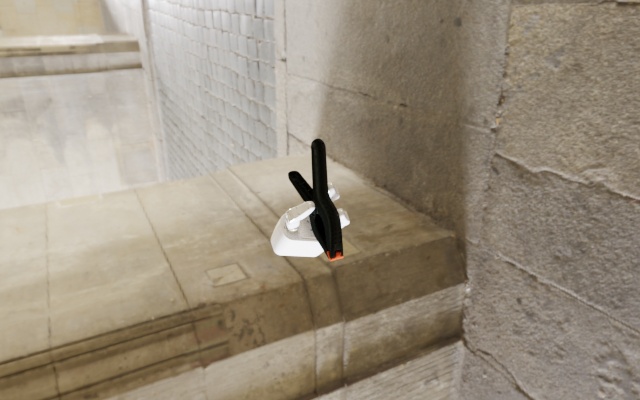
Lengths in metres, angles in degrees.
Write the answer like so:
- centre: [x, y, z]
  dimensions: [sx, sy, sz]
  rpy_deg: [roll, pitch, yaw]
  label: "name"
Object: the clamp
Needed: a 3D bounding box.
- centre: [0.000, 0.004, 0.861]
  dimensions: [0.036, 0.210, 0.165]
  rpy_deg: [-13, -20, -23]
  label: "clamp"
